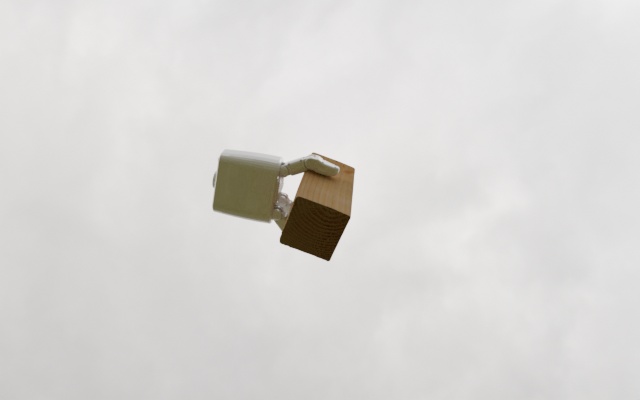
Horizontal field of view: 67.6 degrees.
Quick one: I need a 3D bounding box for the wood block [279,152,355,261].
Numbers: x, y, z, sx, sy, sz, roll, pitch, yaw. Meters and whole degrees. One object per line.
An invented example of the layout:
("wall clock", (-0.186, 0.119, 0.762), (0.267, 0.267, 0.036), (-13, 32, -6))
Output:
("wood block", (0.000, 0.002, 0.825), (0.090, 0.091, 0.206), (21, 25, -4))
